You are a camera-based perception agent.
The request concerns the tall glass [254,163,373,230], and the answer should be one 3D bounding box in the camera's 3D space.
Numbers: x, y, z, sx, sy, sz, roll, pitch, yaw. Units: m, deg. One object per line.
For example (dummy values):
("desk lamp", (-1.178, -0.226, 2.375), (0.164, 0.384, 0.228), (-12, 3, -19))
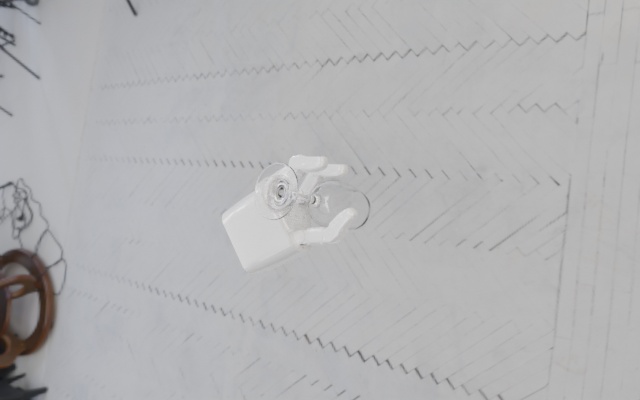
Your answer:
("tall glass", (0.000, 0.002, 0.687), (0.079, 0.079, 0.201), (0, -8, 36))
